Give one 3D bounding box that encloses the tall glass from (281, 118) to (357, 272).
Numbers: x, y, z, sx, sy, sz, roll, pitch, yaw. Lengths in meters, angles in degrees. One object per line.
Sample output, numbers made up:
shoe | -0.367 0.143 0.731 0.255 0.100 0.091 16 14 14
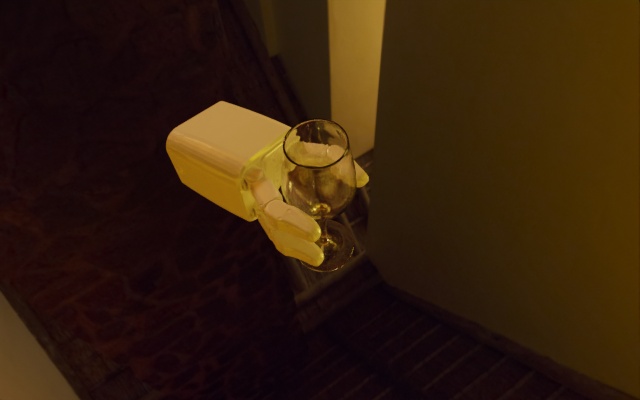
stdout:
tall glass | 0.000 0.002 0.523 0.079 0.079 0.201 0 -34 3
